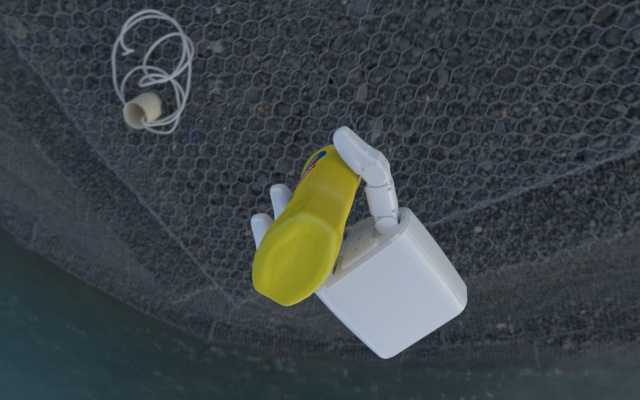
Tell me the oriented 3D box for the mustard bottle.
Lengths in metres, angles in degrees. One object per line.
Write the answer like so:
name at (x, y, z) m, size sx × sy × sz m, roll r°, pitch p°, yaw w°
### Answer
mustard bottle at (0.000, 0.001, 0.438) m, size 0.058 × 0.096 × 0.191 m, roll 28°, pitch 33°, yaw -2°
